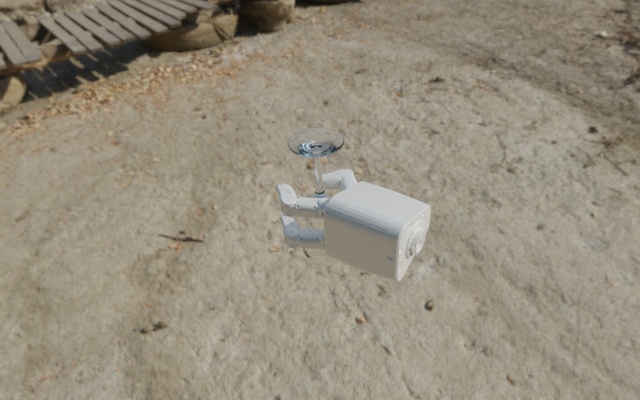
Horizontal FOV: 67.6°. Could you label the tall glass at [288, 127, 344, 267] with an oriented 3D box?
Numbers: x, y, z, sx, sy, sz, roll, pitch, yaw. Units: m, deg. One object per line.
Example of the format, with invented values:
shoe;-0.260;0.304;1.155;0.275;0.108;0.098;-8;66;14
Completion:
tall glass;0.000;0.002;0.680;0.079;0.201;0.079;-3;37;2
